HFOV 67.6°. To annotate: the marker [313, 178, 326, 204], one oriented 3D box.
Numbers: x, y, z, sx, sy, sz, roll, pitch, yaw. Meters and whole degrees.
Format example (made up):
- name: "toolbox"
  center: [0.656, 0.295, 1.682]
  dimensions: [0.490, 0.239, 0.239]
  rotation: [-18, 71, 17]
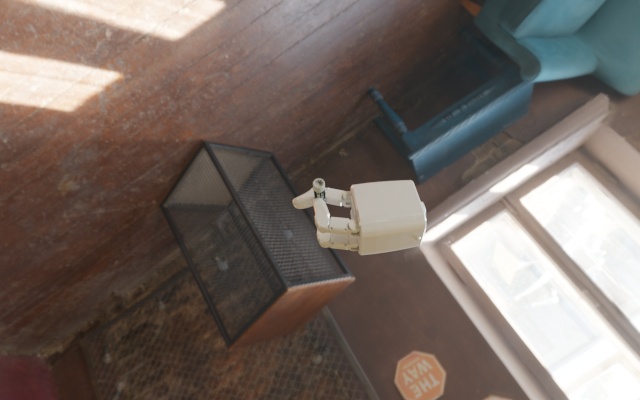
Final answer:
- name: "marker"
  center: [0.000, 0.003, 0.808]
  dimensions: [0.020, 0.020, 0.121]
  rotation: [0, -30, 3]
